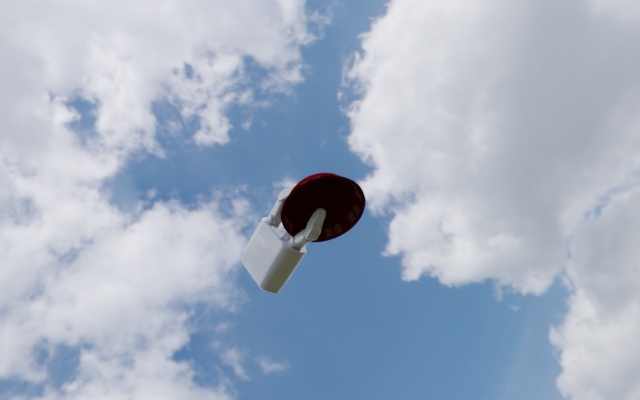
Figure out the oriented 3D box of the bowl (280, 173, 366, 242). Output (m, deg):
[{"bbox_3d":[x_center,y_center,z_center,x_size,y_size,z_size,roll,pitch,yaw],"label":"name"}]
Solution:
[{"bbox_3d":[0.001,0.002,0.899,0.162,0.162,0.055,0,39,-18],"label":"bowl"}]
